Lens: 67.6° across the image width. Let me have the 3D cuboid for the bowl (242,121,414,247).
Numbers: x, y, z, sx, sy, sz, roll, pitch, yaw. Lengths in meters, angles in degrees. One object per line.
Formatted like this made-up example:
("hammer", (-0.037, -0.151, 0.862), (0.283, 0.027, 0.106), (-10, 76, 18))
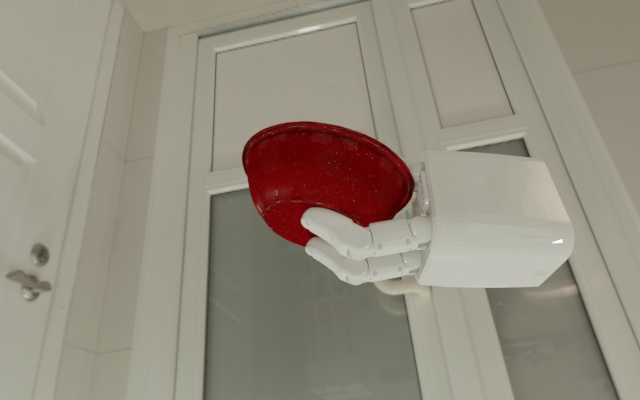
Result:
("bowl", (-0.001, 0.002, 0.431), (0.162, 0.055, 0.162), (11, -29, 6))
